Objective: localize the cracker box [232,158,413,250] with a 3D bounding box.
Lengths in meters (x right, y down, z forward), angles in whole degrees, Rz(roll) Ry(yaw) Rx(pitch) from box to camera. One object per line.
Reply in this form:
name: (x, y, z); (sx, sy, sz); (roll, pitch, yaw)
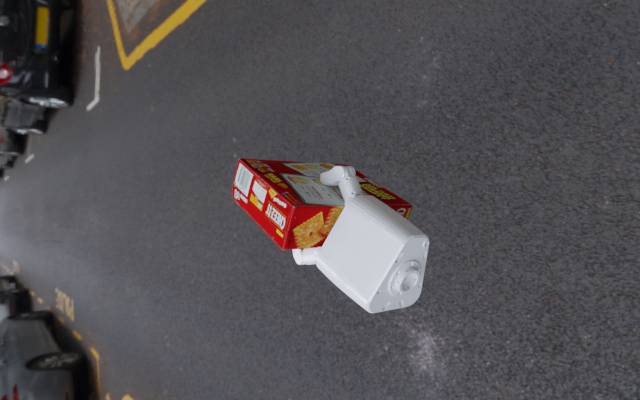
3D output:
cracker box: (0.000, 0.002, 0.707); (0.214, 0.072, 0.164); (0, 25, -38)
